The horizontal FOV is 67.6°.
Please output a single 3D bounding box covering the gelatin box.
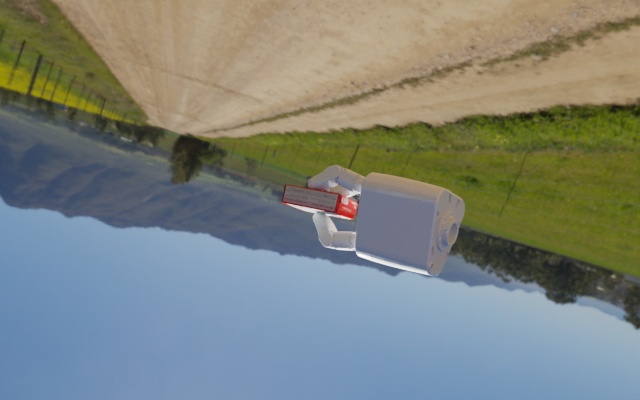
[{"bbox_3d":[0.000,0.003,0.687,0.089,0.030,0.073,10,-6,24],"label":"gelatin box"}]
